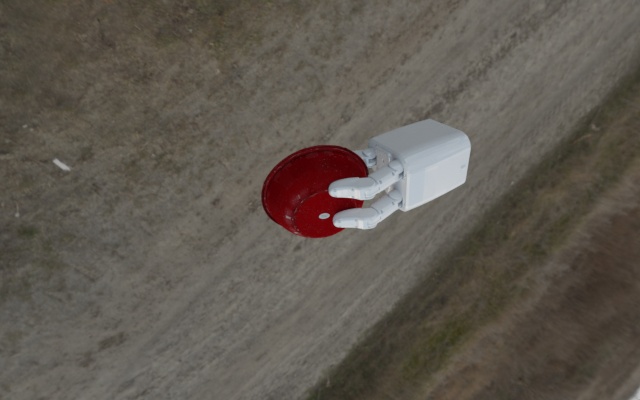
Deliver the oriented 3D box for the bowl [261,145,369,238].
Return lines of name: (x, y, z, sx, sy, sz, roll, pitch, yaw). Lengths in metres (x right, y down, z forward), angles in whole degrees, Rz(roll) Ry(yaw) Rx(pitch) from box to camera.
bowl: (-0.001, 0.003, 0.673, 0.162, 0.162, 0.055, 0, 42, -19)
